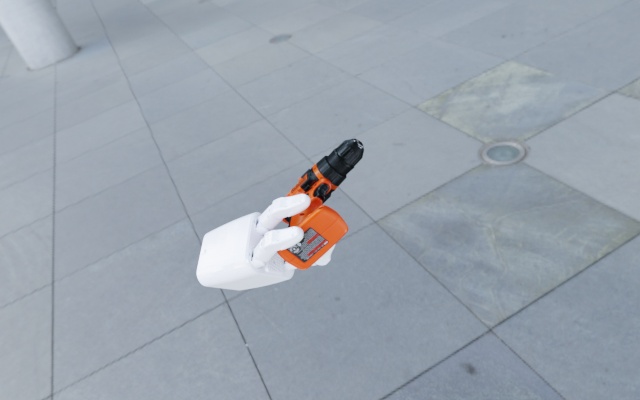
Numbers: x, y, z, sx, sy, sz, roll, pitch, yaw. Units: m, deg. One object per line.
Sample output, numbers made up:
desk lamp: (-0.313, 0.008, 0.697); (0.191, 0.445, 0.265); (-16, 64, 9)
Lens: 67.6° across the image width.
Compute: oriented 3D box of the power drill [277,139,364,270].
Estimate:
power drill: (0.000, 0.003, 0.713); (0.057, 0.184, 0.187); (38, 22, -16)
